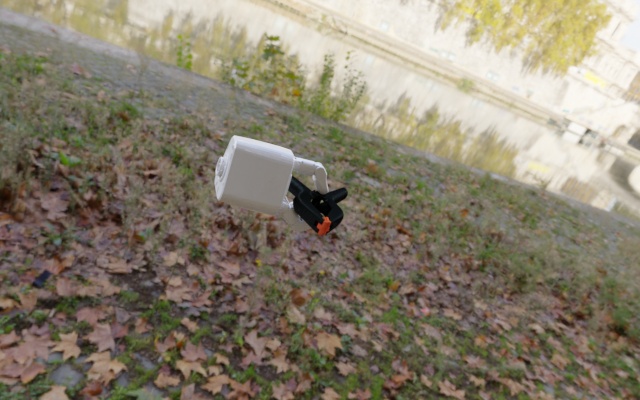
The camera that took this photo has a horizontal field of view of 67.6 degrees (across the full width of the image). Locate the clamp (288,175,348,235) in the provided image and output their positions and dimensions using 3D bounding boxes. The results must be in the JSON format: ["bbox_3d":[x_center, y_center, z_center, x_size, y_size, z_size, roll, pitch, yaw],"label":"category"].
[{"bbox_3d":[0.000,0.002,0.879,0.164,0.036,0.210,14,23,-23],"label":"clamp"}]
